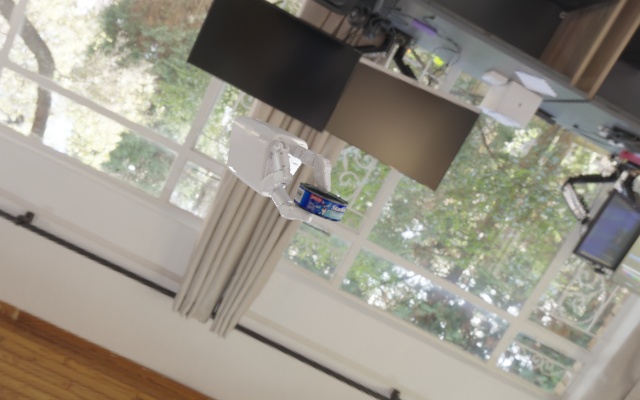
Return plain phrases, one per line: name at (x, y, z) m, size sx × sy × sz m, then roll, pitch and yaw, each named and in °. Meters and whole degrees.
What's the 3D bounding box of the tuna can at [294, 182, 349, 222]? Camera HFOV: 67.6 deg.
tuna can at (0.000, 0.003, 0.779) m, size 0.086 × 0.034 × 0.086 m, roll 23°, pitch 8°, yaw -4°
